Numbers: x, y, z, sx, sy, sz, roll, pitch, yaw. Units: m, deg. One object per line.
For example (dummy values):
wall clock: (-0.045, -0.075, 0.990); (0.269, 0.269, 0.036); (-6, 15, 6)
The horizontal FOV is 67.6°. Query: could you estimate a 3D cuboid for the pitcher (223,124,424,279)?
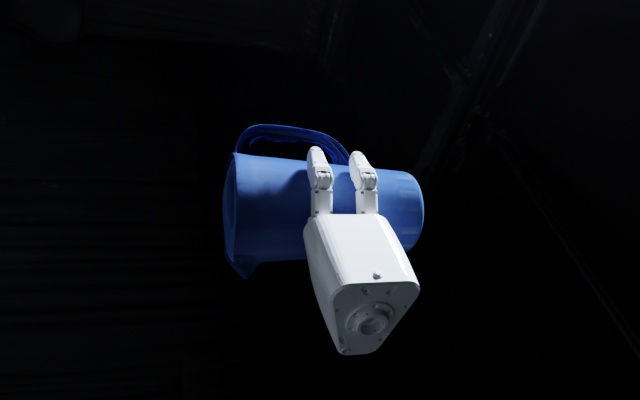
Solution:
pitcher: (0.000, 0.002, 0.603); (0.243, 0.149, 0.145); (1, 33, -17)
